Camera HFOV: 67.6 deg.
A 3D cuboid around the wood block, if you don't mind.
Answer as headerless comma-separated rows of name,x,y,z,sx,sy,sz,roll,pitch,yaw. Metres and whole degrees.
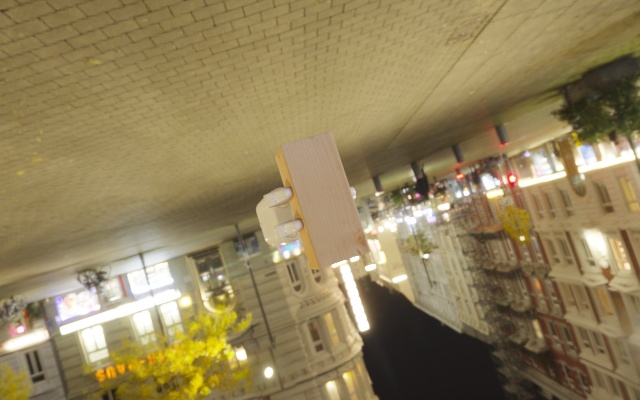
wood block,0.000,0.003,0.799,0.091,0.206,0.090,-17,-4,-13
